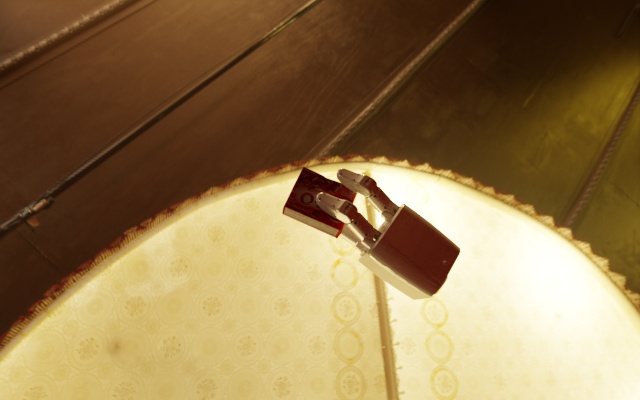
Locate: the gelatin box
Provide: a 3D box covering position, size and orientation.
[{"bbox_3d":[0.000,0.002,0.682,0.089,0.073,0.030,24,-30,1],"label":"gelatin box"}]
